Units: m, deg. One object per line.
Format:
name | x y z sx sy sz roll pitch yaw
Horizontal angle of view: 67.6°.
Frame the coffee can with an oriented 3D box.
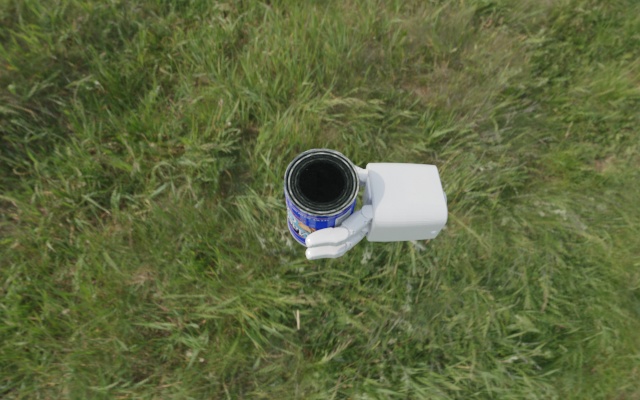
coffee can | 0.000 0.002 0.704 0.103 0.102 0.140 0 -24 -2
